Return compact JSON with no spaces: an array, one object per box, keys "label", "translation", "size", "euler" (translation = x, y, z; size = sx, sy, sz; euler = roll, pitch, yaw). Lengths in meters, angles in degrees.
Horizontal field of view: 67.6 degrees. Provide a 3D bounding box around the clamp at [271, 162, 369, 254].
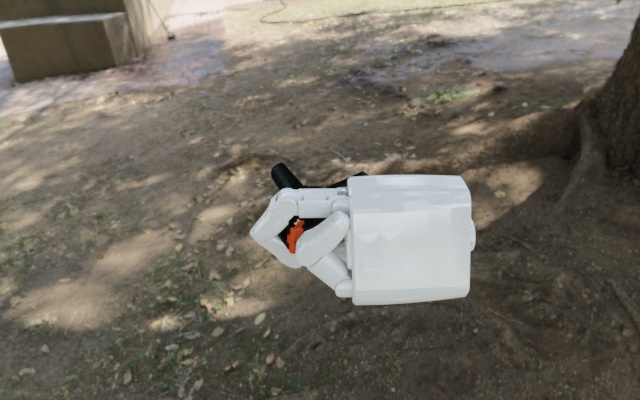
[{"label":"clamp","translation":[0.000,0.001,0.517],"size":[0.120,0.039,0.171],"euler":[-2,29,1]}]
